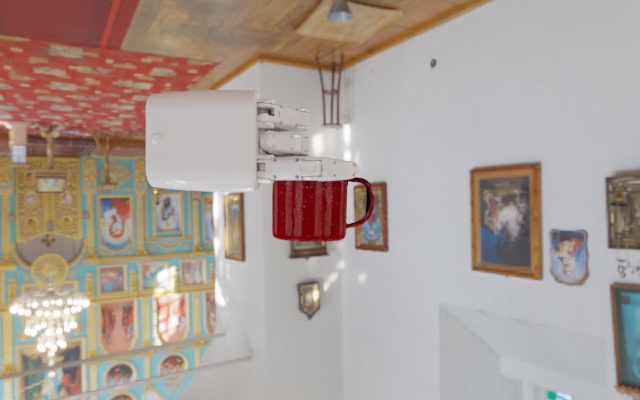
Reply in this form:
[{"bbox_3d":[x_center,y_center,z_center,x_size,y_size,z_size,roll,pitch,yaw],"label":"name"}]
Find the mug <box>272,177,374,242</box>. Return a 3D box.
[{"bbox_3d":[0.002,0.002,0.522,0.117,0.081,0.093,1,0,1],"label":"mug"}]
